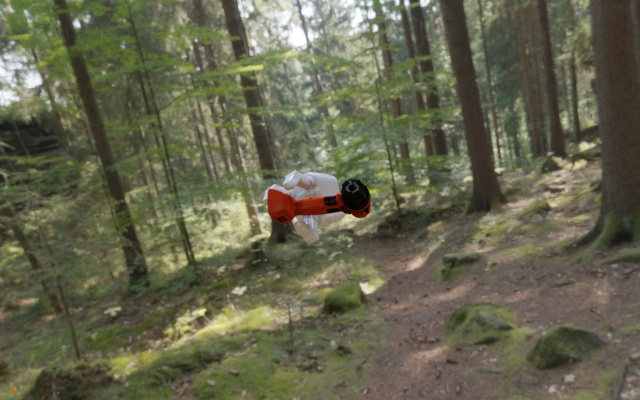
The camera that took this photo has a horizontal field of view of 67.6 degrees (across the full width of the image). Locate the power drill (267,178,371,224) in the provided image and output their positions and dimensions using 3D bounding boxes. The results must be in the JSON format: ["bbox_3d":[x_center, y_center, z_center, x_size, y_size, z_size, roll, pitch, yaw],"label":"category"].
[{"bbox_3d":[0.000,0.003,0.886,0.187,0.057,0.184,-3,-14,9],"label":"power drill"}]
